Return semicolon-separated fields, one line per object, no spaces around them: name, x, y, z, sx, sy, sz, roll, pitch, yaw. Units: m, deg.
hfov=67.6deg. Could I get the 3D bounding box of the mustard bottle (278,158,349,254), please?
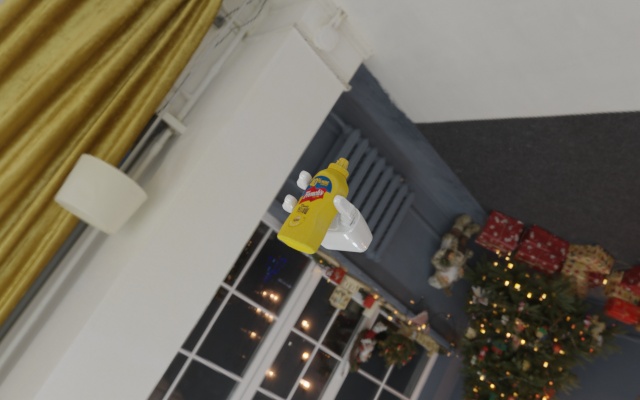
mustard bottle;0.000;0.003;0.890;0.058;0.191;0.096;40;-18;-31
